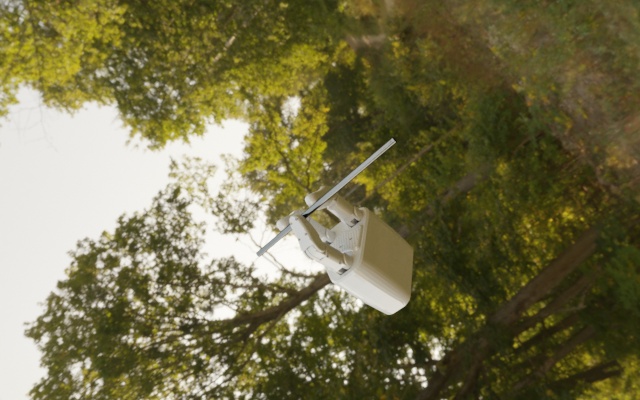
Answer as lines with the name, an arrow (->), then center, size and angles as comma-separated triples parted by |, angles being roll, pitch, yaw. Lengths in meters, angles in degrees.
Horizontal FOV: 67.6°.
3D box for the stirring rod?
stirring rod -> 0.000, 0.002, 0.588 | 0.239, 0.011, 0.011 | -40, -20, 25
